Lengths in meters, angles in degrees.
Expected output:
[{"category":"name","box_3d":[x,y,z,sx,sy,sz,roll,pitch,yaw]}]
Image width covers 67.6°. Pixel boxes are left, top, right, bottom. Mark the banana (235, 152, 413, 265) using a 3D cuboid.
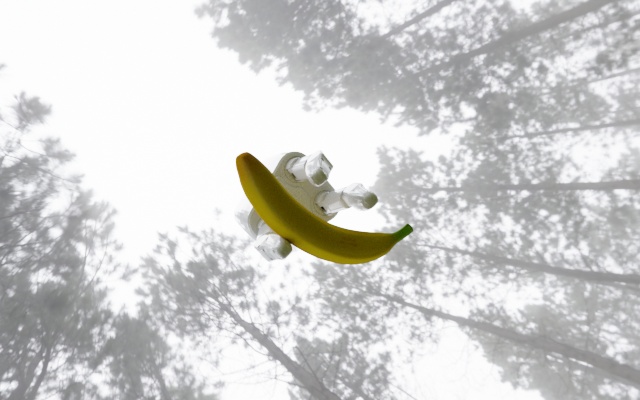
[{"category":"banana","box_3d":[-0.004,0.020,0.478,0.198,0.069,0.037,23,-1,-20]}]
